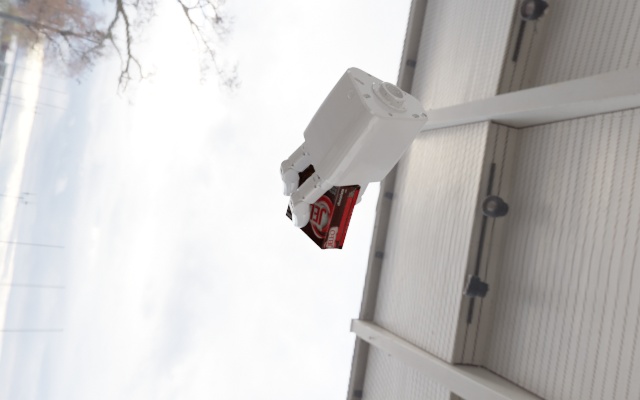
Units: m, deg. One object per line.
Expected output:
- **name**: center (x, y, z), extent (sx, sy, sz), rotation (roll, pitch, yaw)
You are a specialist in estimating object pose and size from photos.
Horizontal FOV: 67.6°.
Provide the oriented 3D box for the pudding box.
- **pudding box**: center (0.000, 0.002, 0.633), extent (0.039, 0.090, 0.113), rotation (6, 18, -31)
